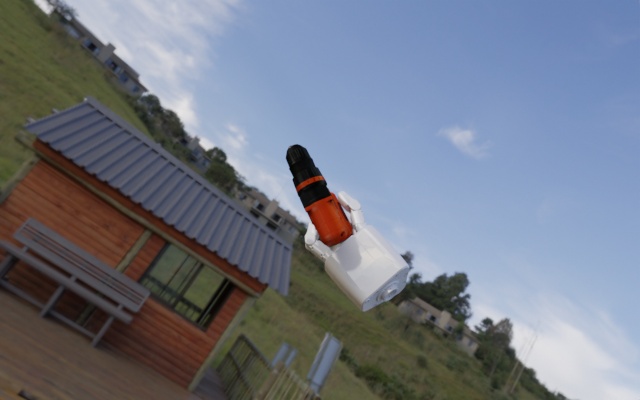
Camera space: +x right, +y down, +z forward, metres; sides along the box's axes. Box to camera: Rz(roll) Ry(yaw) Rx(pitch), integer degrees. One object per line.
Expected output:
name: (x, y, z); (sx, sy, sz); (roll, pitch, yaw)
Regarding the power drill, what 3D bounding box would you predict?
power drill: (0.000, 0.003, 0.856); (0.057, 0.184, 0.188); (-25, -15, 5)
